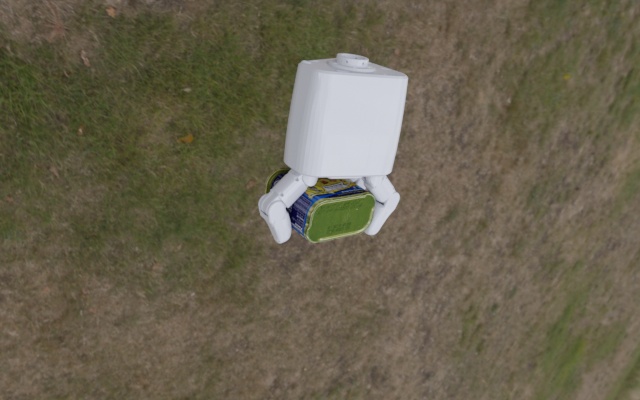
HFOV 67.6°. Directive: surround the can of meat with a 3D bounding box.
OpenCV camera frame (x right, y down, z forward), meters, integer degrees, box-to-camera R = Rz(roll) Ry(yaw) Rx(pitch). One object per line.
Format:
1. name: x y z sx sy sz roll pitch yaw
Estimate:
1. can of meat: 0.000 0.002 0.545 0.102 0.057 0.084 -9 31 -38
